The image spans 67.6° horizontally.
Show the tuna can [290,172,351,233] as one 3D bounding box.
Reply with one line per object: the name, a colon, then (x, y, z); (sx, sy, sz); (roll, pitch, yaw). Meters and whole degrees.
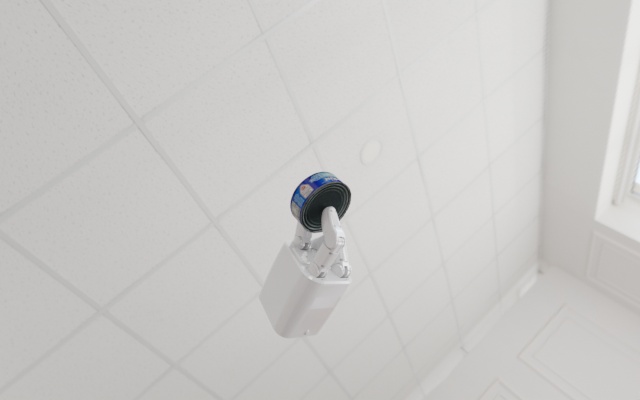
tuna can: (0.000, 0.002, 0.681); (0.086, 0.086, 0.033); (0, 33, -41)
